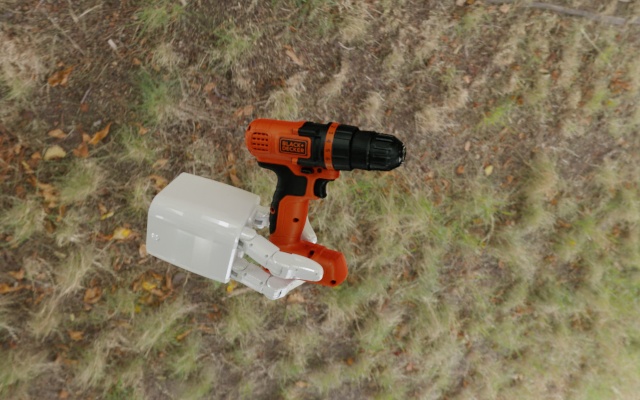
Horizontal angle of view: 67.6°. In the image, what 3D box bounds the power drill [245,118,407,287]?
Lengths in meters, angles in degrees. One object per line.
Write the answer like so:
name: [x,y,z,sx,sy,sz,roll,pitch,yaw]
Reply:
power drill: [0.000,0.002,0.555,0.184,0.188,0.057,10,18,19]
